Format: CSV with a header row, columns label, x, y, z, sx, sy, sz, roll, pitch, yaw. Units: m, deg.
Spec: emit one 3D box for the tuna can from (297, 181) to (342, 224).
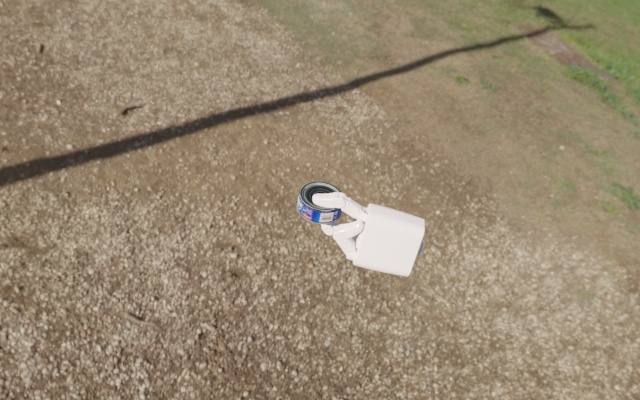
label,x,y,z,sx,sy,sz,roll,pitch,yaw
tuna can,0.000,0.002,0.884,0.086,0.034,0.086,6,41,-5
